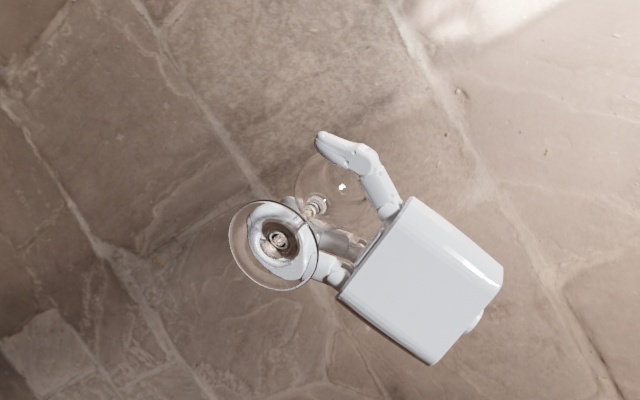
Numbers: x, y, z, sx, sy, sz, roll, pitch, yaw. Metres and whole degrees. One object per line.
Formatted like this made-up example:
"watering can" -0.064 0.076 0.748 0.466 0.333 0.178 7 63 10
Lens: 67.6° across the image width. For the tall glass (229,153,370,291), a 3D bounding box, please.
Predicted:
"tall glass" 0.000 0.002 0.440 0.079 0.079 0.201 0 20 22
